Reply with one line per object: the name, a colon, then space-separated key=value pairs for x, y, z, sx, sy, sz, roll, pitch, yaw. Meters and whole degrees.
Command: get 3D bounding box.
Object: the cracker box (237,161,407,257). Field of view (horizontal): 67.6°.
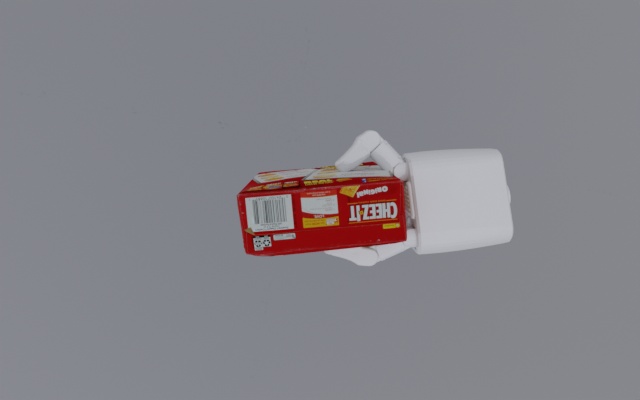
cracker box: x=0.000 y=0.002 z=0.566 sx=0.164 sy=0.072 sz=0.213 roll=-5 pitch=9 yaw=-1
